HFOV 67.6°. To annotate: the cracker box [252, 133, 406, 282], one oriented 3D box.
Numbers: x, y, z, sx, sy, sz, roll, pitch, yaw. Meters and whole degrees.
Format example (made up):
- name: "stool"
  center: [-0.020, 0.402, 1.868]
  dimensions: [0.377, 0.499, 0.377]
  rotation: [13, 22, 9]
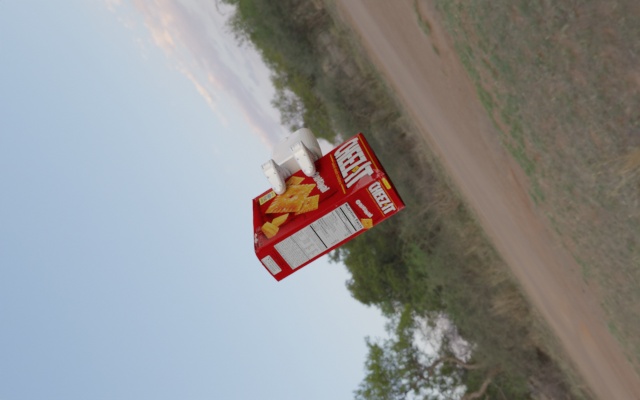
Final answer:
- name: "cracker box"
  center: [0.000, 0.003, 0.719]
  dimensions: [0.214, 0.072, 0.164]
  rotation: [-32, 28, 9]
